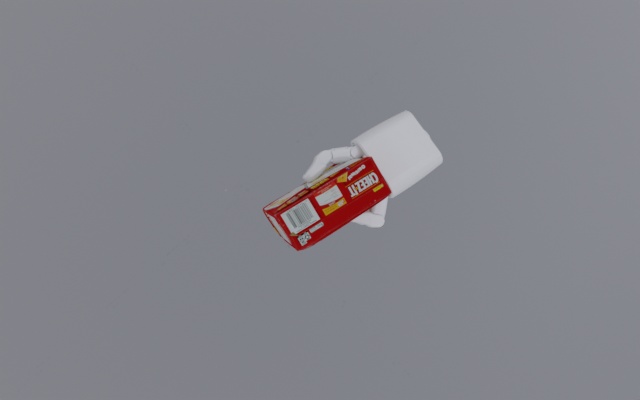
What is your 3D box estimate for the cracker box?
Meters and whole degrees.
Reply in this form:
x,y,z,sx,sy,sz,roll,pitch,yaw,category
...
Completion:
x,y,z,sx,sy,sz,roll,pitch,yaw,category
0.000,0.002,0.768,0.164,0.072,0.213,-32,7,-9,cracker box
